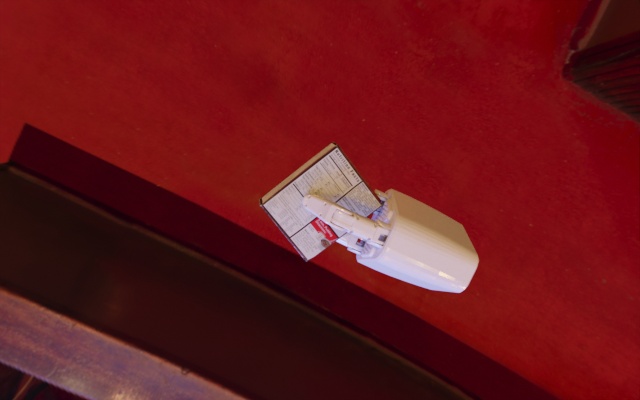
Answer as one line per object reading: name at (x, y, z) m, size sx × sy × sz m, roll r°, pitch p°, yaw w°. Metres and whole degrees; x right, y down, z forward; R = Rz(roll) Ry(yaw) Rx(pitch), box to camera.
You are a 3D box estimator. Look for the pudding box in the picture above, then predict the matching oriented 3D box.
pudding box at (0.000, 0.002, 0.550) m, size 0.113 × 0.090 × 0.039 m, roll -38°, pitch 12°, yaw 0°
